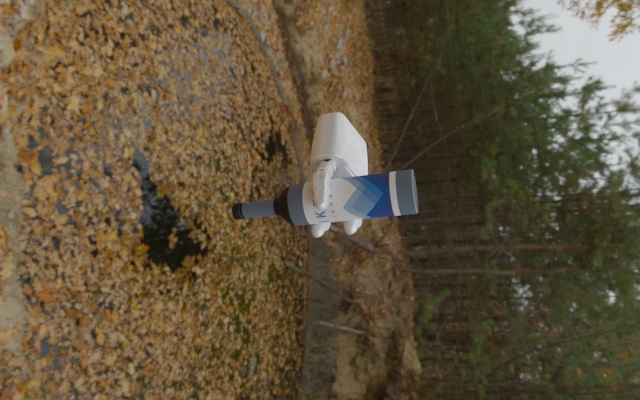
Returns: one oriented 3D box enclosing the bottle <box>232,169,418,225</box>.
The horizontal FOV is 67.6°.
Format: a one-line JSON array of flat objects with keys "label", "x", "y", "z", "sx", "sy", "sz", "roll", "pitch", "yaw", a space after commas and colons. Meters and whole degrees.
[{"label": "bottle", "x": 0.000, "y": 0.002, "z": 0.749, "sx": 0.296, "sy": 0.069, "sz": 0.069, "roll": -7, "pitch": -2, "yaw": 16}]
